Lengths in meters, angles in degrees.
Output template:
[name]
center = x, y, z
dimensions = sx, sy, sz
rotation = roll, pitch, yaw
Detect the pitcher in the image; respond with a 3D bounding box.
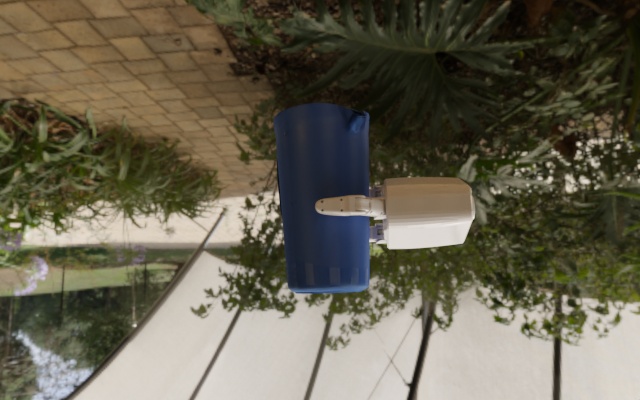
[pitcher]
center = 0.000, 0.002, 0.653
dimensions = 0.145, 0.242, 0.149
rotation = -3, -9, 7
